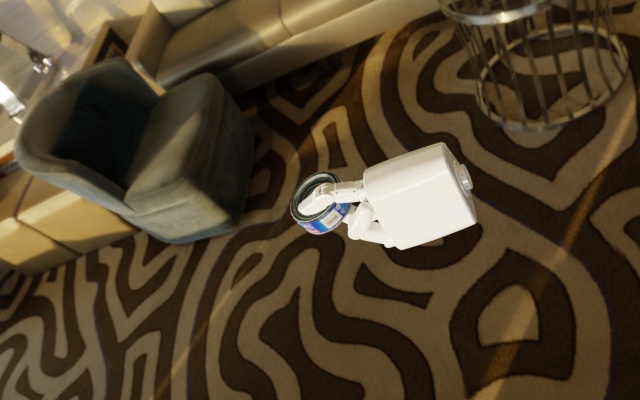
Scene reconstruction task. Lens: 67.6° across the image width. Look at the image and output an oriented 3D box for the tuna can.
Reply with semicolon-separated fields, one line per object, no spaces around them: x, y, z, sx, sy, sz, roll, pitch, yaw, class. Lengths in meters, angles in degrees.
0.000;0.002;0.669;0.086;0.086;0.034;0;-31;42;tuna can
